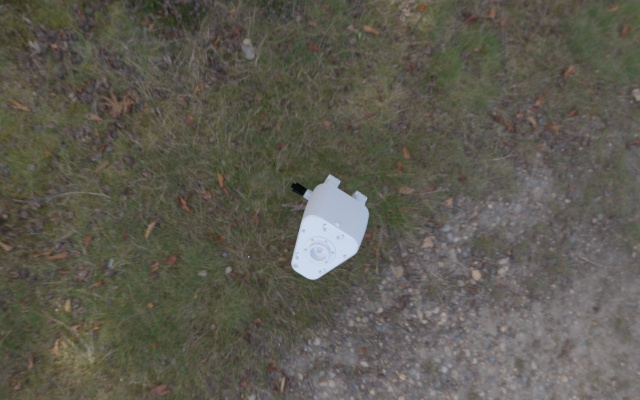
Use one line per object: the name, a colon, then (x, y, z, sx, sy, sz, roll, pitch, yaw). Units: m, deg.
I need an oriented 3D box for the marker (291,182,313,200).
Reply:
marker: (0.000, 0.003, 0.858, 0.121, 0.020, 0.020, 31, -2, -4)
